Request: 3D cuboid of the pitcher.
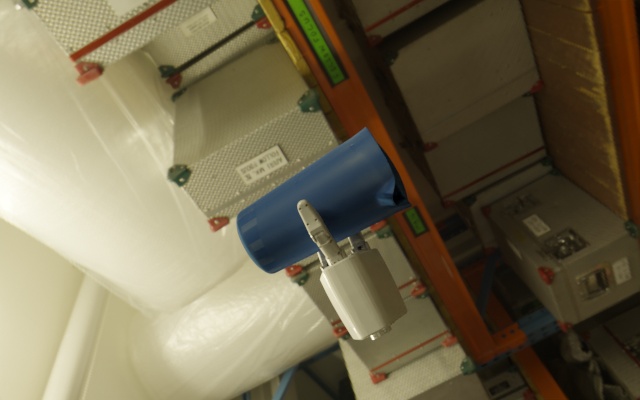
[{"bbox_3d":[0.000,0.003,0.717,0.243,0.145,0.149,-30,-12,7],"label":"pitcher"}]
